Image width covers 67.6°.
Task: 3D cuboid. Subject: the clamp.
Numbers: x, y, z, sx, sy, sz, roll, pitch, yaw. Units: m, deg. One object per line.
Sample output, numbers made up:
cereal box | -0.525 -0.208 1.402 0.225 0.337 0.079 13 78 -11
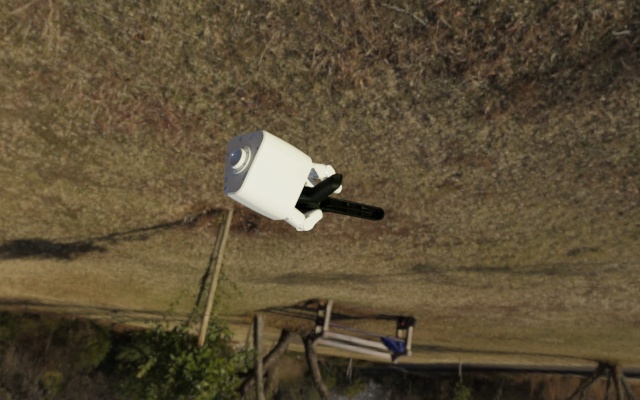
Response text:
clamp | -0.001 0.003 0.852 0.210 0.036 0.165 -5 -26 41
